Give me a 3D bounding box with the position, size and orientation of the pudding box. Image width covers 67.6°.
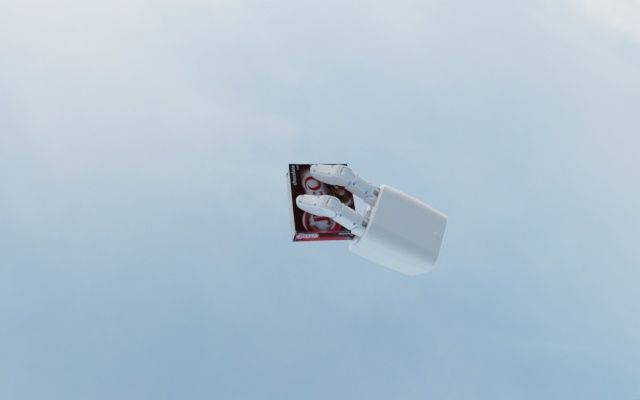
[{"bbox_3d":[0.000,0.002,0.685,0.090,0.113,0.039,-1,-30,-14],"label":"pudding box"}]
